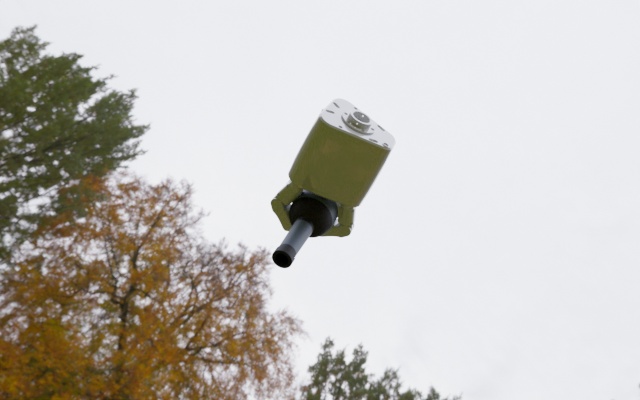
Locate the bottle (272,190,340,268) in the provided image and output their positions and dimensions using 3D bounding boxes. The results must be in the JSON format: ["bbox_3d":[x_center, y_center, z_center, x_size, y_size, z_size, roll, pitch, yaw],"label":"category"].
[{"bbox_3d":[0.000,0.002,0.711,0.069,0.069,0.295,0,29,22],"label":"bottle"}]
